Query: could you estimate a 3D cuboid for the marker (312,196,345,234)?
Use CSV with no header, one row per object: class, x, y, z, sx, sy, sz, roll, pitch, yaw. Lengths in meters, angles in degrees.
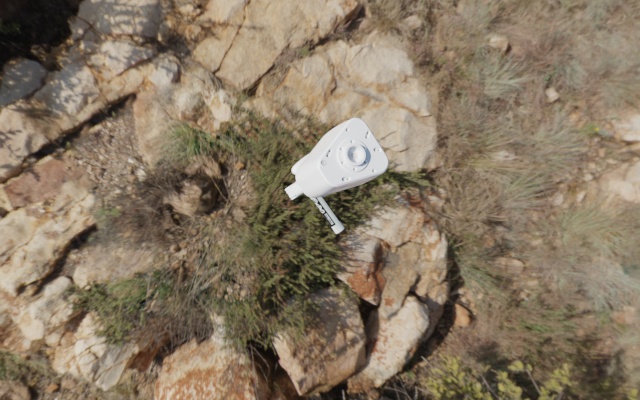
marker,0.000,0.003,0.811,0.020,0.121,0.020,-34,5,3
